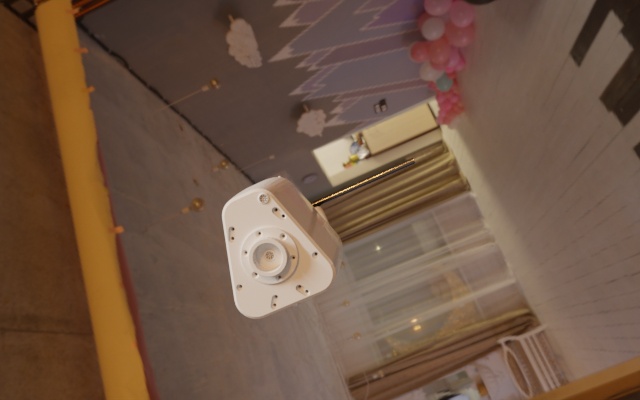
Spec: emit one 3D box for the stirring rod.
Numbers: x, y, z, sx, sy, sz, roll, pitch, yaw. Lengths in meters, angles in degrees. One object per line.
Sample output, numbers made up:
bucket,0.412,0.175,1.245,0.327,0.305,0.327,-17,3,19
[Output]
stirring rod,0.000,0.002,0.572,0.239,0.011,0.011,-24,-3,6
